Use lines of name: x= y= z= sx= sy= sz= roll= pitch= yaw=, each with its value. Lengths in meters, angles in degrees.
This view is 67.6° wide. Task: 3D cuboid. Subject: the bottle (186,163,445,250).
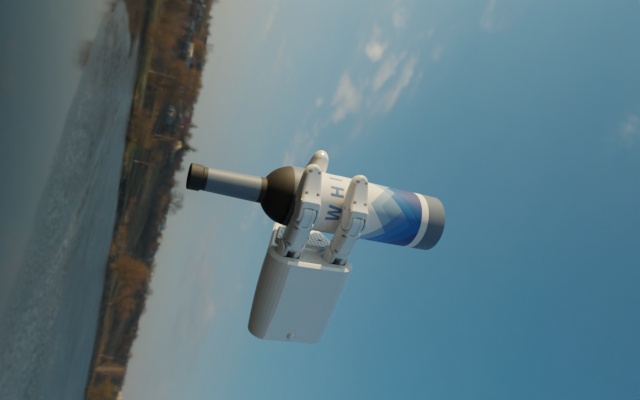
bottle: x=0.000 y=0.002 z=0.540 sx=0.296 sy=0.069 sz=0.069 roll=11 pitch=-4 yaw=-21
